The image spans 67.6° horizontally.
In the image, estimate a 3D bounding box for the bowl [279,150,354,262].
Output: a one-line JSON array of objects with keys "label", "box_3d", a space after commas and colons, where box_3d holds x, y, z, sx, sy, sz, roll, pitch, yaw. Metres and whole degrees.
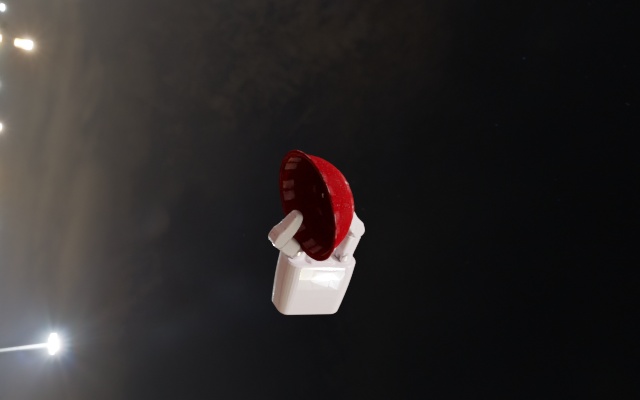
[{"label": "bowl", "box_3d": [0.001, 0.001, 0.681, 0.055, 0.162, 0.162, -16, 7, -27]}]
